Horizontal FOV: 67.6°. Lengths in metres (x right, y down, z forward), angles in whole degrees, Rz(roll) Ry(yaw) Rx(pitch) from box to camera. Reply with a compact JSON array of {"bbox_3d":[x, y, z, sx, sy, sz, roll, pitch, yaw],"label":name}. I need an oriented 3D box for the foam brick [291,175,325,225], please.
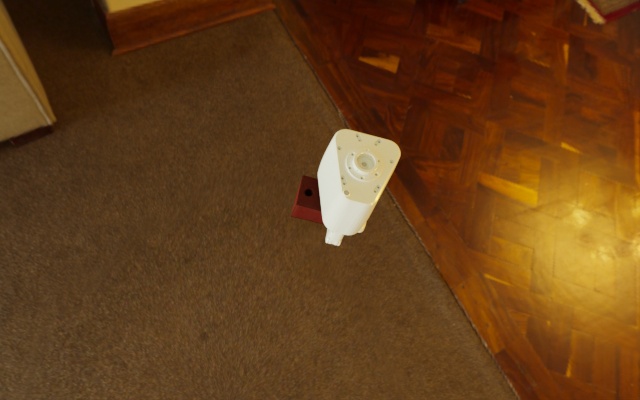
[{"bbox_3d":[0.000,0.002,0.733,0.078,0.053,0.051,14,-24,-4],"label":"foam brick"}]
